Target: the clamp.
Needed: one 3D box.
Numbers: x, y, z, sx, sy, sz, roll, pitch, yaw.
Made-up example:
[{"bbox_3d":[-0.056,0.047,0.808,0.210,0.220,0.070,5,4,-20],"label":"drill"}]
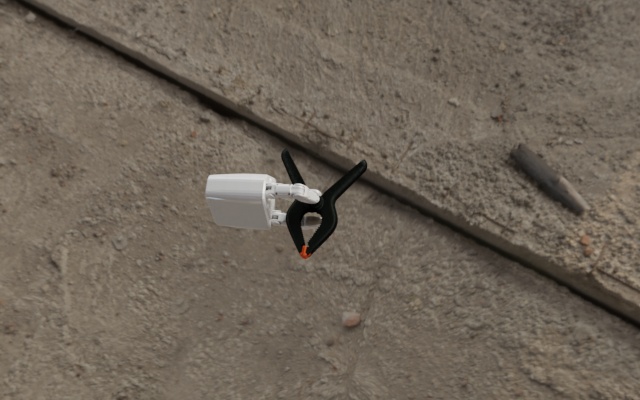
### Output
[{"bbox_3d":[0.000,0.003,0.872,0.164,0.210,0.036,2,-20,7],"label":"clamp"}]
